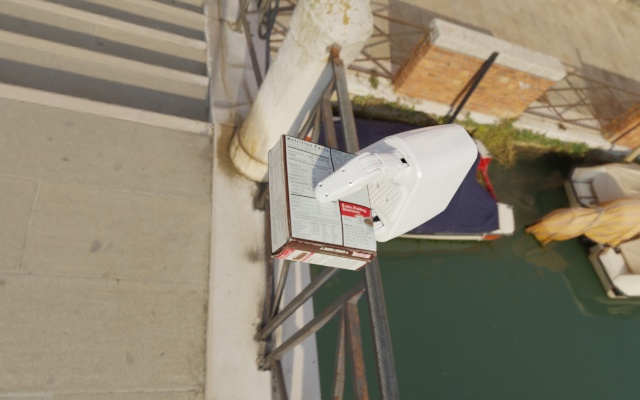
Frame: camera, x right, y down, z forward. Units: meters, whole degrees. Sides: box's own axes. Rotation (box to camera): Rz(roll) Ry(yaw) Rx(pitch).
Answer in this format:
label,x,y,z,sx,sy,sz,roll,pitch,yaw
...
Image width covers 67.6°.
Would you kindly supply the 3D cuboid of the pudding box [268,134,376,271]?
label,x,y,z,sx,sy,sz,roll,pitch,yaw
pudding box,0.000,0.001,0.435,0.090,0.113,0.039,12,-37,-26
